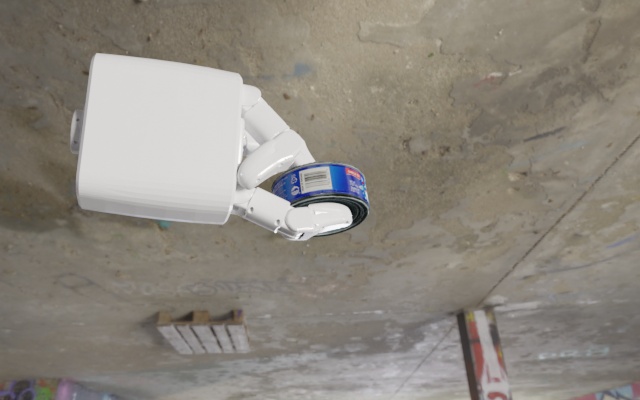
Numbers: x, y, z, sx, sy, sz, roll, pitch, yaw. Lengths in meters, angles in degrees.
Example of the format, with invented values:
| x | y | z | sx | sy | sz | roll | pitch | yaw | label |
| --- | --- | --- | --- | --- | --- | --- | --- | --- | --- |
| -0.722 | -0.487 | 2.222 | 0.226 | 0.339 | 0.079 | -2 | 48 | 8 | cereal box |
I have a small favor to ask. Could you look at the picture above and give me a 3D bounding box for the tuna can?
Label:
| x | y | z | sx | sy | sz | roll | pitch | yaw | label |
| --- | --- | --- | --- | --- | --- | --- | --- | --- | --- |
| 0.000 | 0.002 | 0.426 | 0.086 | 0.033 | 0.086 | -6 | -27 | -3 | tuna can |
